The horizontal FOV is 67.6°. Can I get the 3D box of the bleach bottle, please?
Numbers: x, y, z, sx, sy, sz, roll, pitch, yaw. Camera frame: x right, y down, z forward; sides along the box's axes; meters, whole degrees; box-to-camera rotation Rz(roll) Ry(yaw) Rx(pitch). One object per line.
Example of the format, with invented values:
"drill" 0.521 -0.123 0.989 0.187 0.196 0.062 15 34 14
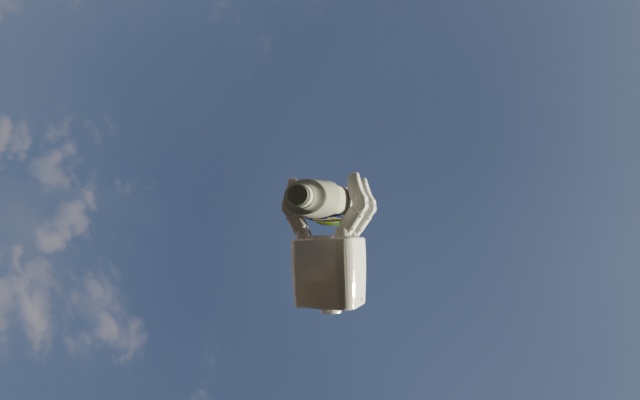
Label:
"bleach bottle" 0.000 0.002 0.740 0.102 0.068 0.251 -2 -5 18
